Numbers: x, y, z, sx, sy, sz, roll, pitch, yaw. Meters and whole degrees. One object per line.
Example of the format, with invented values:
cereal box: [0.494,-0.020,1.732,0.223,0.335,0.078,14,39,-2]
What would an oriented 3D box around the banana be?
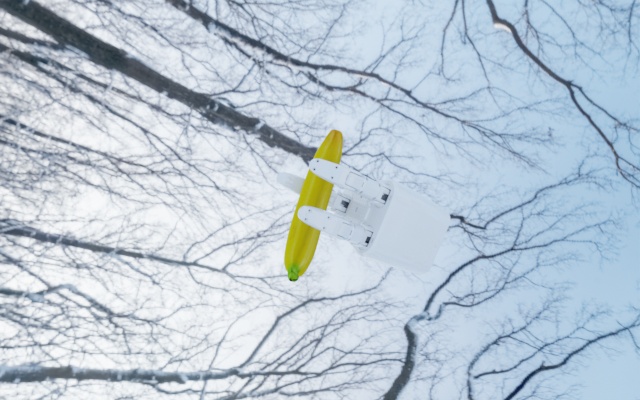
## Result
banana: [-0.008,0.010,0.574,0.037,0.197,0.070,21,-24,-15]
